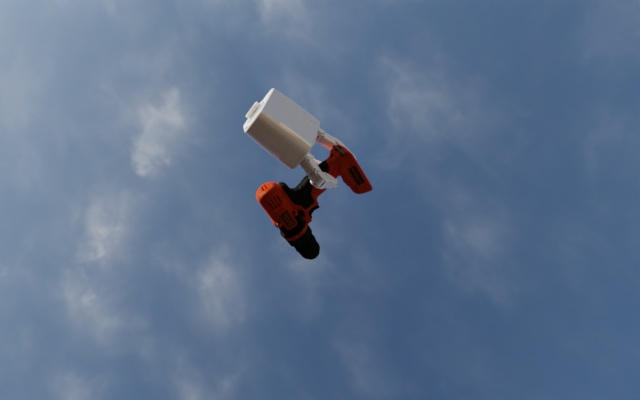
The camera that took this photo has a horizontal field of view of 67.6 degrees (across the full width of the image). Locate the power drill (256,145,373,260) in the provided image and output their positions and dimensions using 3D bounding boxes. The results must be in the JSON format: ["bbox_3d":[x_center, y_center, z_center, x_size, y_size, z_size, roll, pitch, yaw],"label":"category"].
[{"bbox_3d":[0.000,0.002,0.873,0.187,0.184,0.057,-37,34,-5],"label":"power drill"}]
